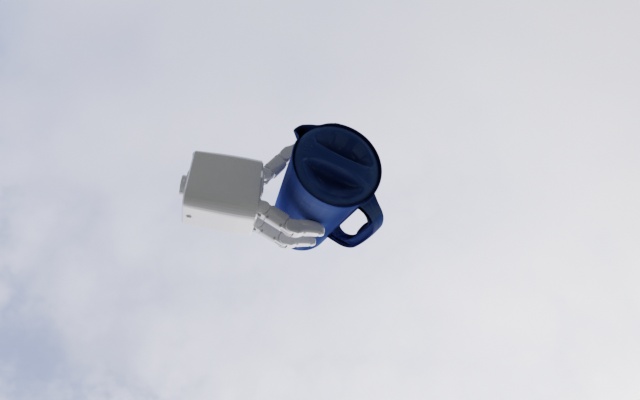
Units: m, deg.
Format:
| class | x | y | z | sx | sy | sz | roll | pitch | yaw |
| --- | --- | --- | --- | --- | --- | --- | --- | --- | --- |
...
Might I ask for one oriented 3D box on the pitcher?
| class | x | y | z | sx | sy | sz | roll | pitch | yaw |
| --- | --- | --- | --- | --- | --- | --- | --- | --- | --- |
| pitcher | 0.000 | 0.002 | 0.763 | 0.145 | 0.149 | 0.243 | 8 | -26 | -13 |
